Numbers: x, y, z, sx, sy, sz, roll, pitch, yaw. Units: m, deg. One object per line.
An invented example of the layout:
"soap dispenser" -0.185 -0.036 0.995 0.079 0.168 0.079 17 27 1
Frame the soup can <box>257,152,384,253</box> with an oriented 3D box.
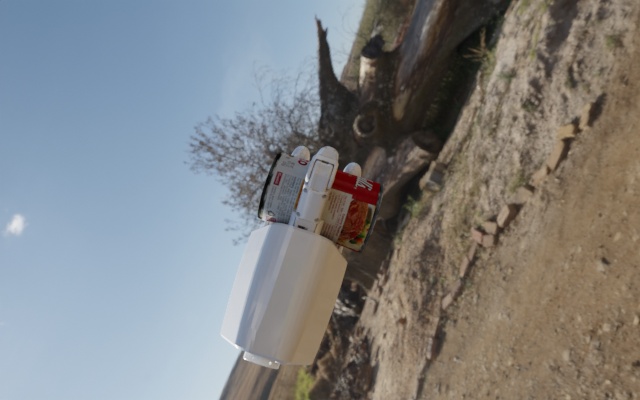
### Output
"soup can" 0.000 0.001 0.444 0.102 0.068 0.068 18 0 0
